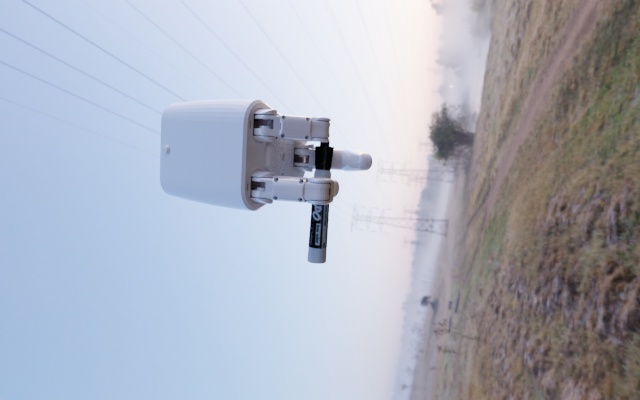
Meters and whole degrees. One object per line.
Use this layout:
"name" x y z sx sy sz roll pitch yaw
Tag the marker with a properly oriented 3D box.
"marker" 0.000 0.002 0.473 0.020 0.121 0.020 4 6 0
